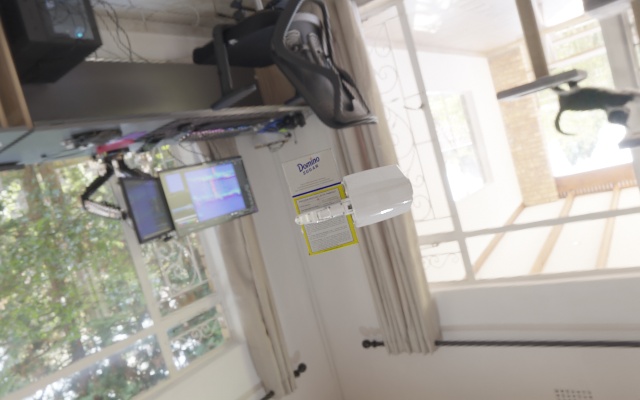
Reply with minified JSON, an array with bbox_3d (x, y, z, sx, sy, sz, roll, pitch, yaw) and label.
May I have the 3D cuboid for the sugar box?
[{"bbox_3d":[0.000,0.003,0.858,0.093,0.176,0.048,-16,4,2],"label":"sugar box"}]
